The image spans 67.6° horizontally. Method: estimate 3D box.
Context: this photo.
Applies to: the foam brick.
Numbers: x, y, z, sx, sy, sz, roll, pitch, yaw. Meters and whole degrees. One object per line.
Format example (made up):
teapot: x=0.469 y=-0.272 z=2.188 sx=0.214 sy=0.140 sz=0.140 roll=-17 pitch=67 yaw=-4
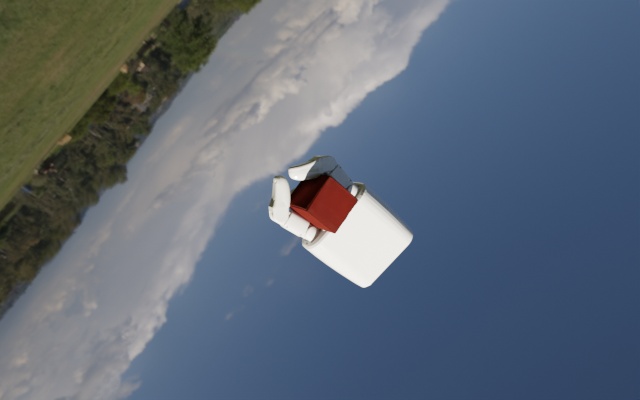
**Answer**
foam brick: x=0.000 y=0.002 z=0.602 sx=0.051 sy=0.053 sz=0.078 roll=40 pitch=-10 yaw=-22
